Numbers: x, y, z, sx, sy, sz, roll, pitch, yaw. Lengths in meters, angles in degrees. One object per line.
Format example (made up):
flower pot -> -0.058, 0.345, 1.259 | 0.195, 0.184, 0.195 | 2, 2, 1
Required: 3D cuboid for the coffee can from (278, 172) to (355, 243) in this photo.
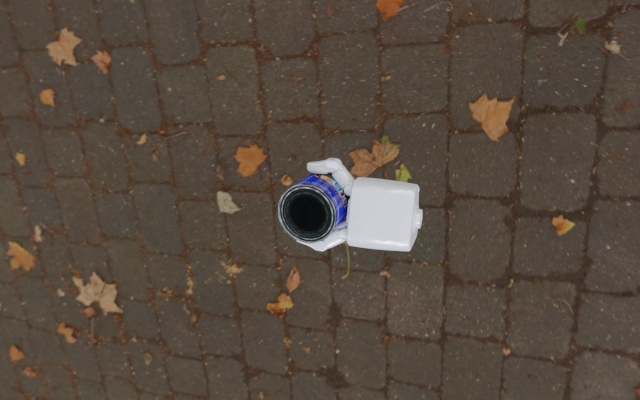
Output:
coffee can -> 0.000, 0.003, 0.839 | 0.103, 0.103, 0.140 | 0, 17, 21
